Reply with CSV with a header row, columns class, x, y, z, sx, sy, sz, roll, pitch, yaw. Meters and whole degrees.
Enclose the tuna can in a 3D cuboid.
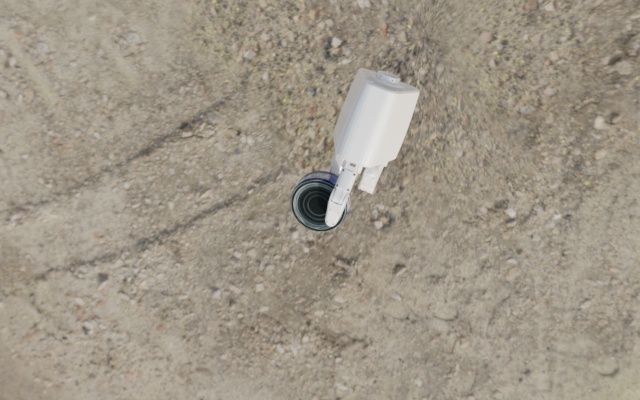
class,x,y,z,sx,sy,sz,roll,pitch,yaw
tuna can,0.000,0.003,0.697,0.086,0.086,0.033,0,24,15
